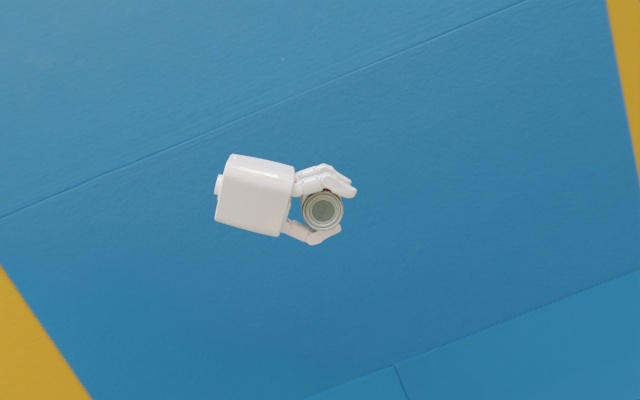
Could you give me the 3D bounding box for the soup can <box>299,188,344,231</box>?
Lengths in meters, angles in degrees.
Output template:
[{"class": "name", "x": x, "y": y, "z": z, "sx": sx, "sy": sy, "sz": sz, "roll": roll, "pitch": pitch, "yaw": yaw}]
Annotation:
[{"class": "soup can", "x": 0.001, "y": 0.003, "z": 0.787, "sx": 0.068, "sy": 0.068, "sz": 0.102, "roll": 0, "pitch": 16, "yaw": -4}]
